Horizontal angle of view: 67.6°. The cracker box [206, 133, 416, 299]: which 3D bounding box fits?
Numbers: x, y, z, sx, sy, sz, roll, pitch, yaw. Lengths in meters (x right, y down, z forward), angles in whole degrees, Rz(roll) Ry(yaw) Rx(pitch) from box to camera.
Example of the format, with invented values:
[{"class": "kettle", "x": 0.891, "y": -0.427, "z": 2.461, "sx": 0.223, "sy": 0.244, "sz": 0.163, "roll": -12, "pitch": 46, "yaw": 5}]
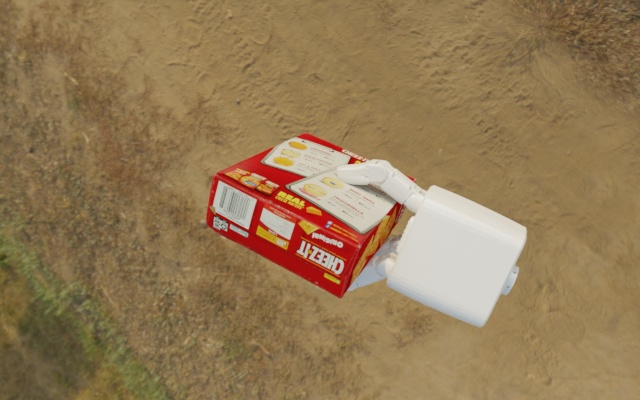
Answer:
[{"class": "cracker box", "x": 0.000, "y": 0.002, "z": 0.546, "sx": 0.164, "sy": 0.072, "sz": 0.213, "roll": 25, "pitch": 27, "yaw": 15}]
